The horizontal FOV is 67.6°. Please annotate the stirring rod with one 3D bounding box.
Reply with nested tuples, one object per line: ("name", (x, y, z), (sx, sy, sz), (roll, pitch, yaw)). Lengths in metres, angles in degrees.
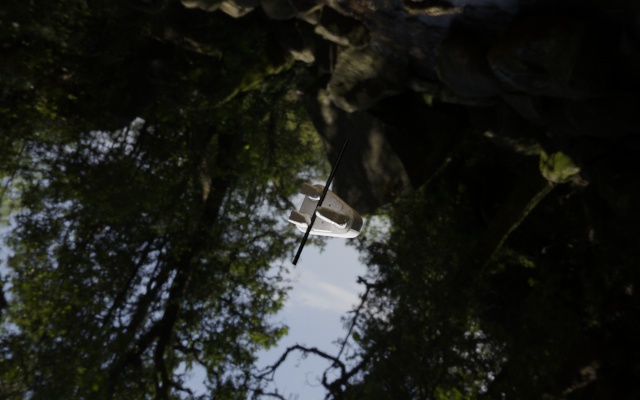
("stirring rod", (0.000, 0.003, 0.846), (0.011, 0.239, 0.011), (23, -1, 1))
